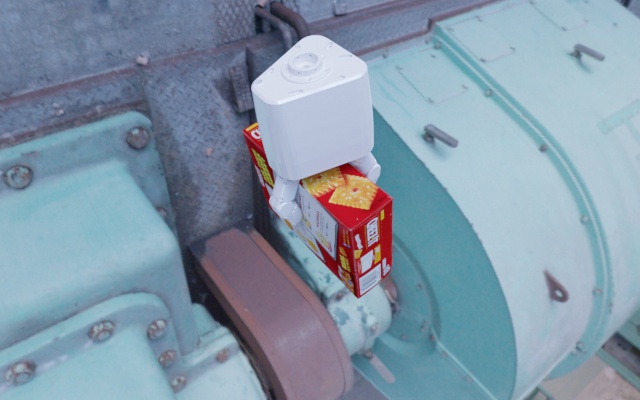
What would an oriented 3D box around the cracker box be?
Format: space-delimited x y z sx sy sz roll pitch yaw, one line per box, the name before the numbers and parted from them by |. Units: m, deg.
cracker box | 0.000 0.002 0.621 0.072 0.164 0.213 -35 55 -18
